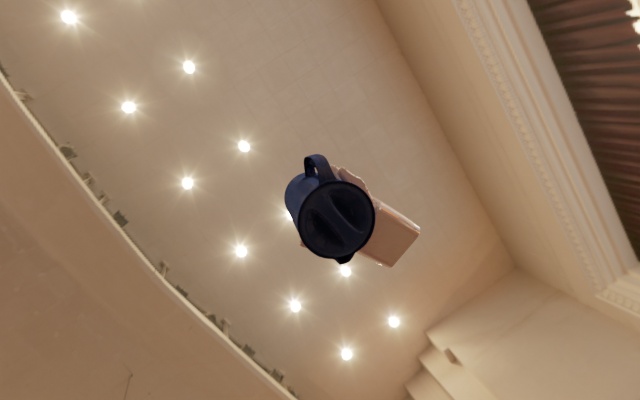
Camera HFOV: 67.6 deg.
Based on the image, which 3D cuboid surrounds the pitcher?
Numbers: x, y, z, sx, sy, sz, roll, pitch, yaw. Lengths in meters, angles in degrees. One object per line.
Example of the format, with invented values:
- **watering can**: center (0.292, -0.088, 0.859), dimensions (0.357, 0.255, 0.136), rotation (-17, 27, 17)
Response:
- **pitcher**: center (0.000, 0.003, 0.890), dimensions (0.145, 0.149, 0.242), rotation (29, 3, -17)
